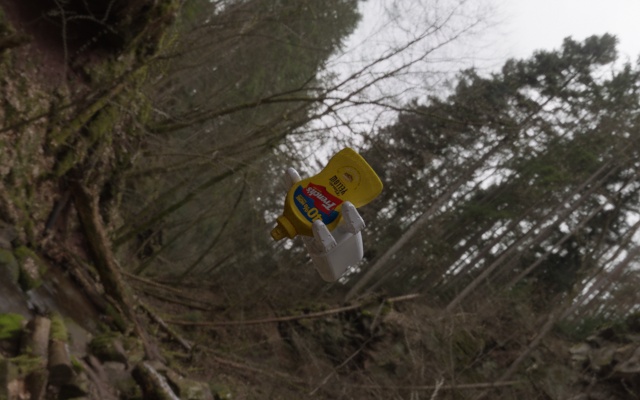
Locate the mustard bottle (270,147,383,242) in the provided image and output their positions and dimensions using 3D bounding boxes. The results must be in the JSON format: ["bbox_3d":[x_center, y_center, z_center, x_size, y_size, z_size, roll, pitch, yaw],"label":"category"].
[{"bbox_3d":[0.000,0.002,0.770,0.191,0.096,0.058,-37,-10,-13],"label":"mustard bottle"}]
